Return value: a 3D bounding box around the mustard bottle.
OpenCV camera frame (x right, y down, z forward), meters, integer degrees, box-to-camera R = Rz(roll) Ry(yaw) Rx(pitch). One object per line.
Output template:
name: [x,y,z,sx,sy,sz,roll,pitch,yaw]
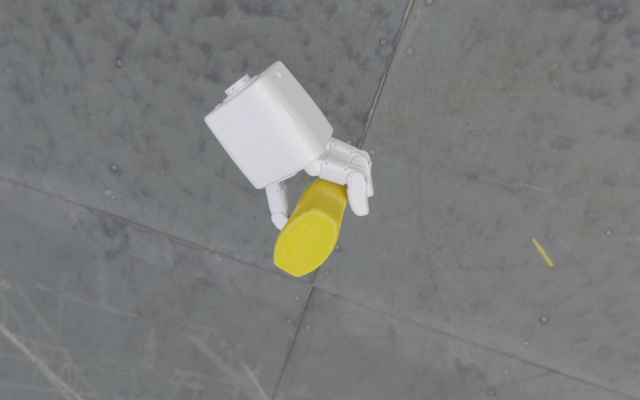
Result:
mustard bottle: [0.000,0.002,0.586,0.058,0.096,0.191,30,31,-6]
